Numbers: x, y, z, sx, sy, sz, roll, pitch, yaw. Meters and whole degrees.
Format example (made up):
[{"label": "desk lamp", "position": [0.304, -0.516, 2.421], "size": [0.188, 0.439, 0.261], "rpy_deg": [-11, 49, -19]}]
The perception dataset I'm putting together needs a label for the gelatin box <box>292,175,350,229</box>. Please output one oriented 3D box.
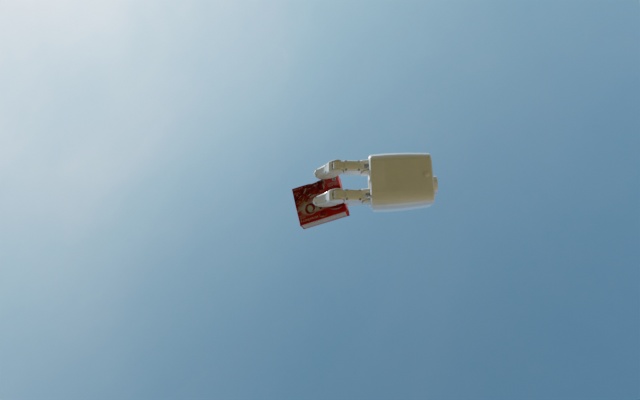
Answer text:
[{"label": "gelatin box", "position": [0.000, 0.003, 0.850], "size": [0.089, 0.073, 0.030], "rpy_deg": [-17, -22, 8]}]
